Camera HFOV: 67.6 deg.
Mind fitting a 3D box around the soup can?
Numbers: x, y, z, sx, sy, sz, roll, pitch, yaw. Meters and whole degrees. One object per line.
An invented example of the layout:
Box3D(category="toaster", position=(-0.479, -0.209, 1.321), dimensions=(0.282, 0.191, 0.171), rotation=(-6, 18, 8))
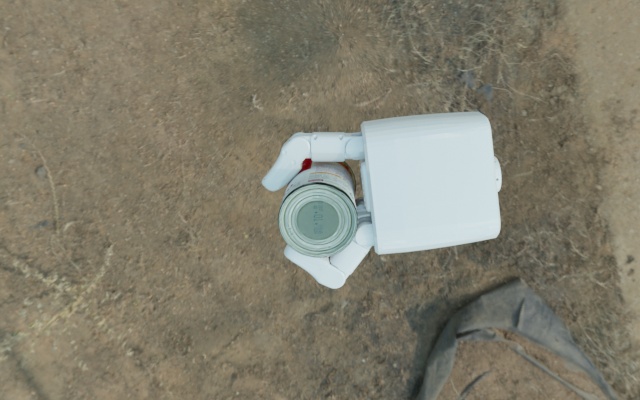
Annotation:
Box3D(category="soup can", position=(0.000, 0.001, 0.435), dimensions=(0.068, 0.068, 0.102), rotation=(0, 19, 2))
